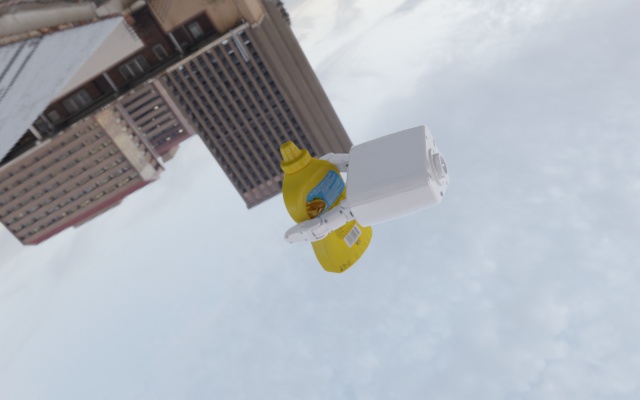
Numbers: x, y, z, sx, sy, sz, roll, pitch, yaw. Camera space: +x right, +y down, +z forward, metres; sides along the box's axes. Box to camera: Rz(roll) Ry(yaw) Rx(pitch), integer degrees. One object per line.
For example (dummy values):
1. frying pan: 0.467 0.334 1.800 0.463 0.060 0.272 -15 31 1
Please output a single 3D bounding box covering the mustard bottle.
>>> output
1. mustard bottle: 0.000 0.002 0.657 0.058 0.192 0.096 1 40 48
